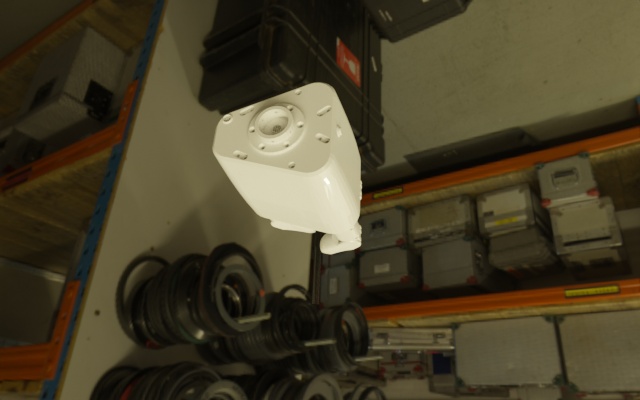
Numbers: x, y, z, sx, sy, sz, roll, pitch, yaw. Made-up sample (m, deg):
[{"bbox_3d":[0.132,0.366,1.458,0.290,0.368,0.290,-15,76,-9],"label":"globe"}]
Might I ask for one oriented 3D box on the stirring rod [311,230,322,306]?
[{"bbox_3d":[0.000,0.002,0.553,0.011,0.239,0.011,3,-27,1],"label":"stirring rod"}]
